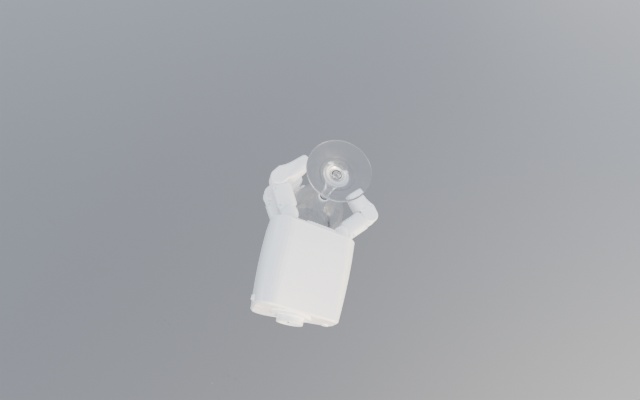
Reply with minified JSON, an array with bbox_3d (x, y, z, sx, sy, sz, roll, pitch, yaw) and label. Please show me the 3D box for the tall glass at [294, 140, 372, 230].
[{"bbox_3d":[0.000,0.002,0.614,0.079,0.079,0.201,0,-20,-13],"label":"tall glass"}]
